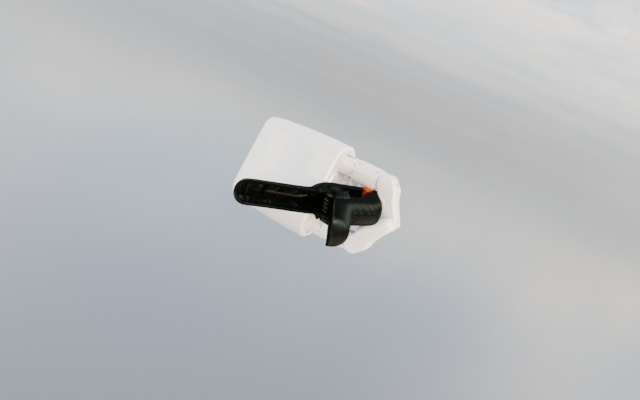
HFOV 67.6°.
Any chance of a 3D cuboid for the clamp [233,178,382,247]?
[{"bbox_3d":[0.000,0.001,0.470,0.120,0.039,0.171,27,15,21],"label":"clamp"}]
